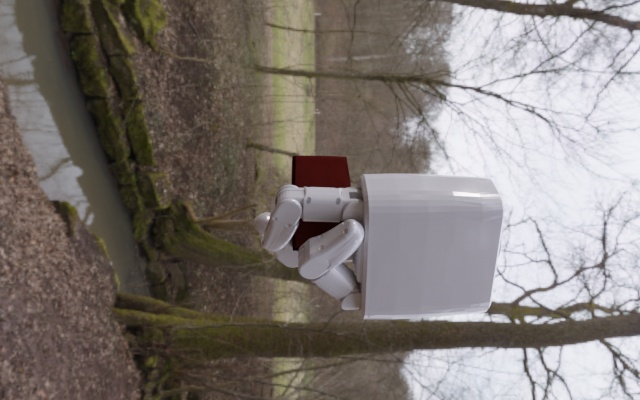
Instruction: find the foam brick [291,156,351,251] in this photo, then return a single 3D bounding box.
[{"bbox_3d":[0.000,0.001,0.429,0.051,0.053,0.078,-1,38,-2],"label":"foam brick"}]
